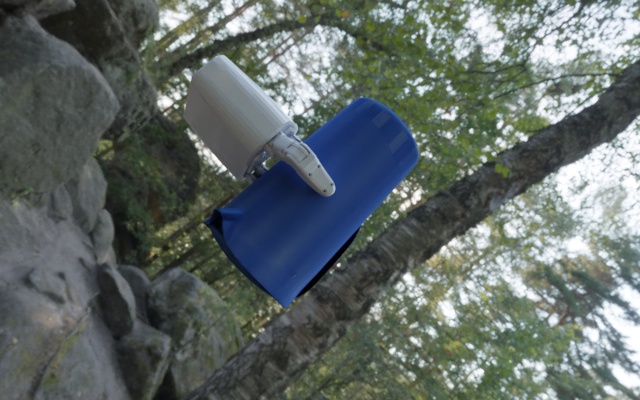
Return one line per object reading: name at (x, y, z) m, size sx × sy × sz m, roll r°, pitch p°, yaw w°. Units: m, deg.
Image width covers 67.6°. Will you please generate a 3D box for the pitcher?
pitcher at (0.000, 0.002, 0.561) m, size 0.243 × 0.145 × 0.149 m, roll -43°, pitch 0°, yaw -11°
